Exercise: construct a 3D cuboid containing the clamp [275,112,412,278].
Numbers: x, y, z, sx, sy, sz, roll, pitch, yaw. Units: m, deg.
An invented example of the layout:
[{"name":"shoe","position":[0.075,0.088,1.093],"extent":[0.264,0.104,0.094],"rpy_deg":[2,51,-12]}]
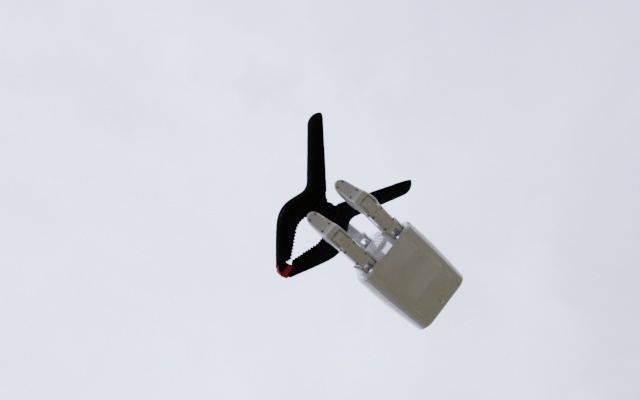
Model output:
[{"name":"clamp","position":[0.000,0.003,0.618],"extent":[0.164,0.210,0.036],"rpy_deg":[42,-10,-8]}]
